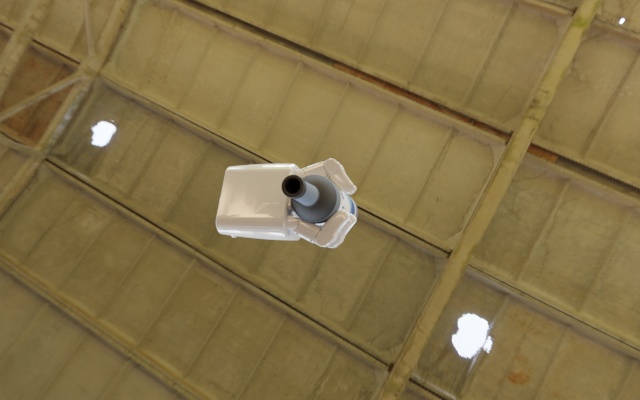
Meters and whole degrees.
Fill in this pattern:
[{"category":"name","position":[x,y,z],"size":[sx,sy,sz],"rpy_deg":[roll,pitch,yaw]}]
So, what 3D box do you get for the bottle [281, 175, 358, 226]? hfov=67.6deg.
[{"category":"bottle","position":[0.000,0.002,0.693],"size":[0.069,0.069,0.296],"rpy_deg":[0,-7,13]}]
